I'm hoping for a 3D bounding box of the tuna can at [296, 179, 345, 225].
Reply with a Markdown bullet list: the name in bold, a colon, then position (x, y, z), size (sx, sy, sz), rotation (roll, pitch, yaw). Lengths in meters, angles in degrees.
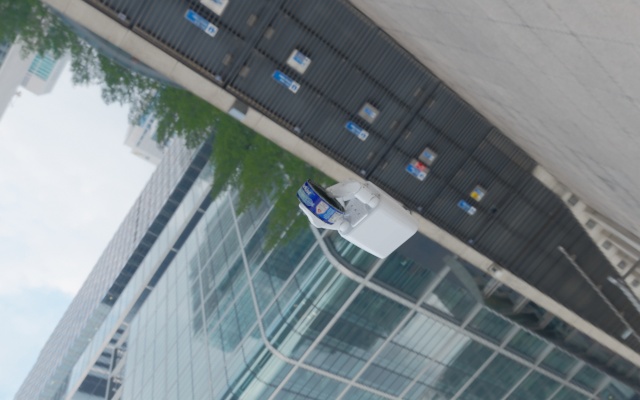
- **tuna can**: position (0.000, 0.003, 0.823), size (0.086, 0.034, 0.086), rotation (40, 10, -9)
